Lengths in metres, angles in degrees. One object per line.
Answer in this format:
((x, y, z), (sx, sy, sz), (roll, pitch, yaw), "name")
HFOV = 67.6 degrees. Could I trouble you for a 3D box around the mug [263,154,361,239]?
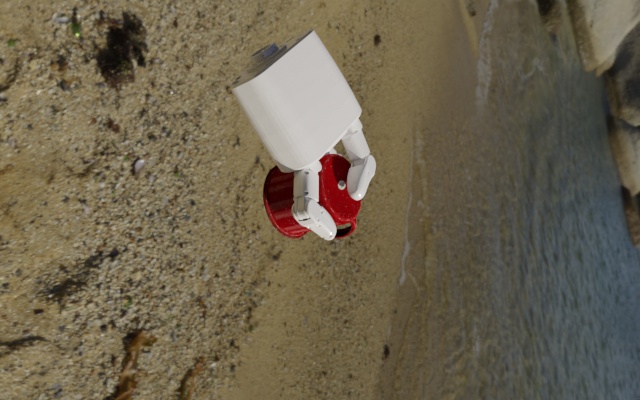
((0.001, 0.003, 0.564), (0.081, 0.117, 0.093), (-13, 34, 36), "mug")
